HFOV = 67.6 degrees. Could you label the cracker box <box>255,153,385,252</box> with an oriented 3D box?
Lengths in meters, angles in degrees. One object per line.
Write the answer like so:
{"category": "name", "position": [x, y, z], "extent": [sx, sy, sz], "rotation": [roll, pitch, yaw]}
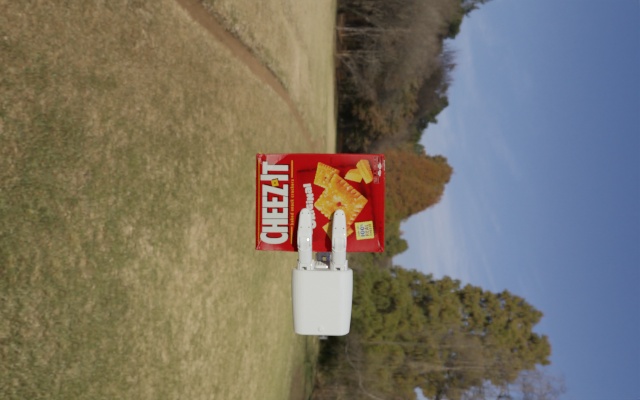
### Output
{"category": "cracker box", "position": [0.000, 0.003, 0.803], "extent": [0.214, 0.164, 0.072], "rotation": [1, 1, 2]}
